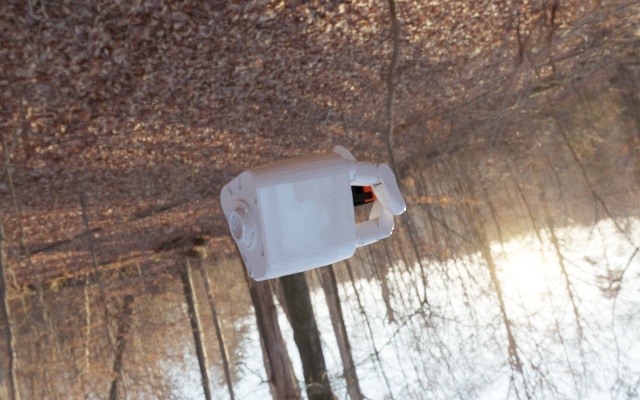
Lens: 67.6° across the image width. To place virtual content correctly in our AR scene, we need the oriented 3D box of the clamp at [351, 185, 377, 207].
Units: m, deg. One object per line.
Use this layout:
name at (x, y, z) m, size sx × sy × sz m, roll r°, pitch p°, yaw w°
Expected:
clamp at (0.000, 0.003, 0.599) m, size 0.120 × 0.039 × 0.171 m, roll -13°, pitch -6°, yaw -34°
